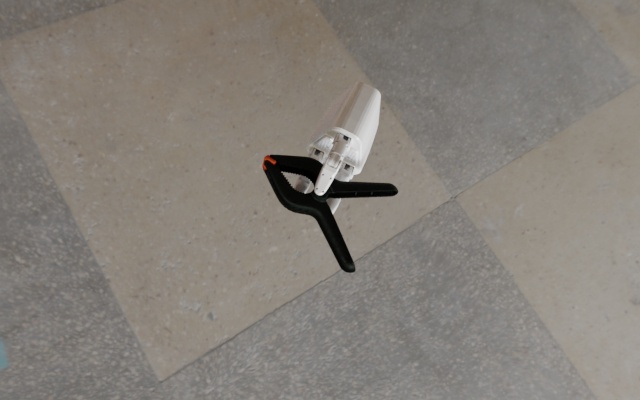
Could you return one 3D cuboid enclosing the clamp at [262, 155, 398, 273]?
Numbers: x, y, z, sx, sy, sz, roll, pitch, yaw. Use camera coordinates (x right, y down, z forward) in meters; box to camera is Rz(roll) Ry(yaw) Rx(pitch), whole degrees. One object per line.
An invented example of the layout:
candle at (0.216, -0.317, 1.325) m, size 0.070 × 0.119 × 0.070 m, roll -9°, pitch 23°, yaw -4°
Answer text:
clamp at (0.000, 0.002, 0.717) m, size 0.210 × 0.164 × 0.036 m, roll 26°, pitch -28°, yaw -2°
